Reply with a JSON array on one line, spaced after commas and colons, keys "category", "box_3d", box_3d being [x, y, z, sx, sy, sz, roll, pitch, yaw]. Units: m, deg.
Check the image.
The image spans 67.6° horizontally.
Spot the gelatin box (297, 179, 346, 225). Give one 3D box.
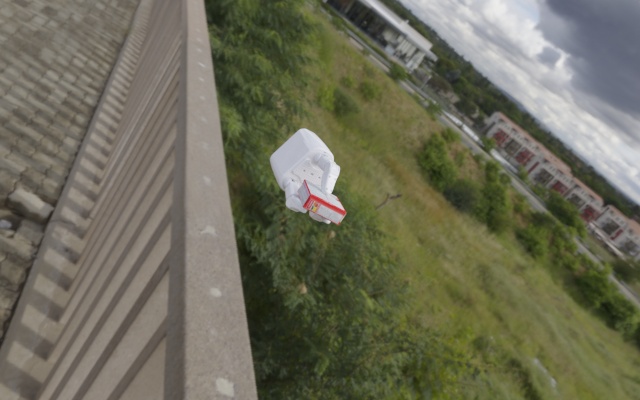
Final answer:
[{"category": "gelatin box", "box_3d": [0.000, 0.003, 0.846, 0.073, 0.030, 0.089, 28, 12, -18]}]
